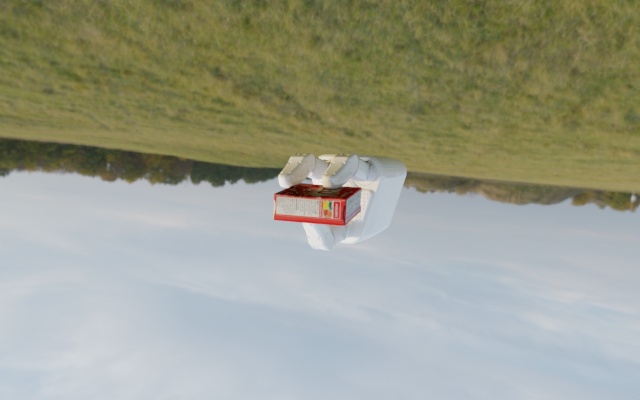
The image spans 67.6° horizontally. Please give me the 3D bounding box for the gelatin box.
[{"bbox_3d":[0.000,0.002,0.499,0.073,0.030,0.089,5,11,15],"label":"gelatin box"}]
